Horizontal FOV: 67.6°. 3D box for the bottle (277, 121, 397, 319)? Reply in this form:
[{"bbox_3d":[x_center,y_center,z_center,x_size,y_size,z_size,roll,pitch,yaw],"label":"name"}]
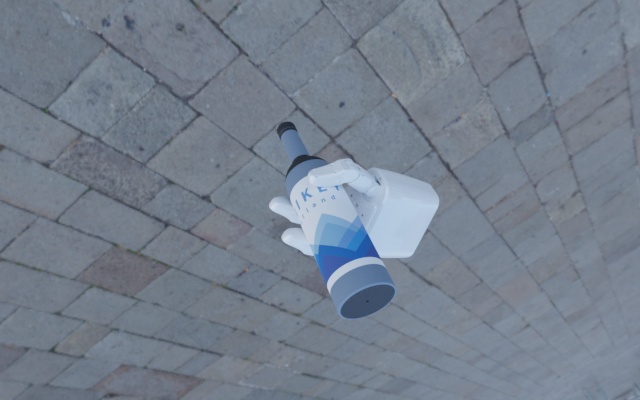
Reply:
[{"bbox_3d":[0.000,0.002,0.589,0.069,0.295,0.069,-15,-40,-13],"label":"bottle"}]
